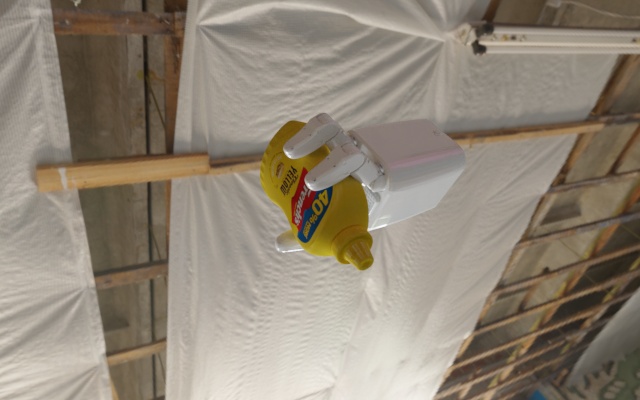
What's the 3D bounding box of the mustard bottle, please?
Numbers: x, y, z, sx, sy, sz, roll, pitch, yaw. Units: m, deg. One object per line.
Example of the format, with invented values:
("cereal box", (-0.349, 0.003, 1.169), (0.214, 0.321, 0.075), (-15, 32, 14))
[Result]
("mustard bottle", (0.000, 0.002, 0.505), (0.058, 0.096, 0.191), (7, 33, -39))
